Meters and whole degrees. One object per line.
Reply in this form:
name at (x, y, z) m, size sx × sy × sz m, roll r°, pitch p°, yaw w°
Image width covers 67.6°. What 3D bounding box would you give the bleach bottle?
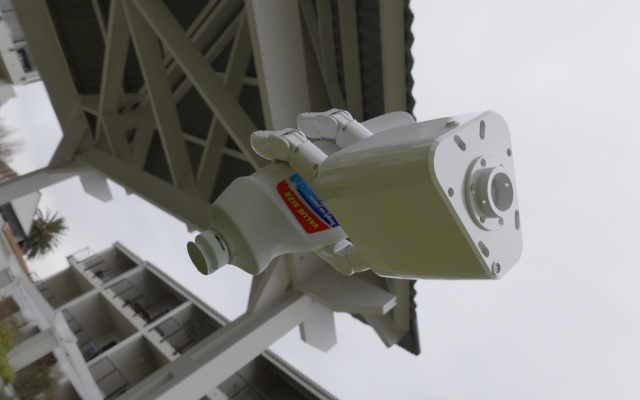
bleach bottle at (0.000, 0.001, 0.430) m, size 0.250 × 0.102 × 0.068 m, roll -29°, pitch 14°, yaw -35°
